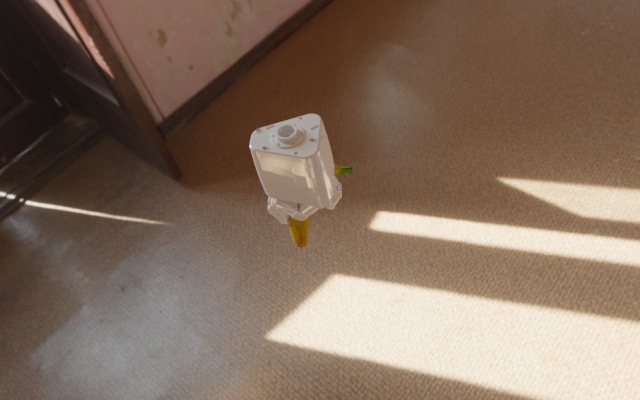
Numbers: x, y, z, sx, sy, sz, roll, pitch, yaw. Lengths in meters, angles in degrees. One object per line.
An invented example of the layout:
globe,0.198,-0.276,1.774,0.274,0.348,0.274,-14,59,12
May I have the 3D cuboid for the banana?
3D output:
banana,-0.015,-0.005,0.857,0.069,0.197,0.037,18,-32,24
